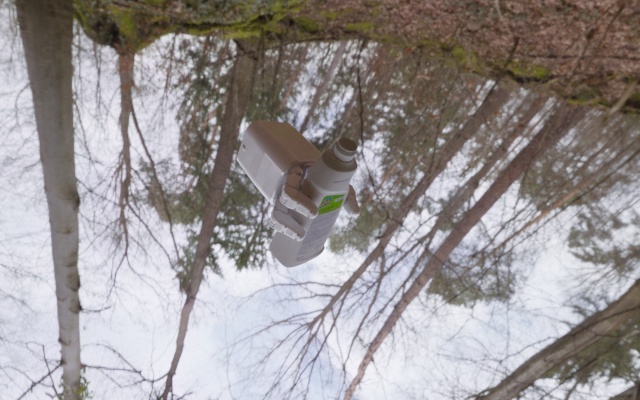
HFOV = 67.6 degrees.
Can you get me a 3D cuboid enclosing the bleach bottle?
[{"bbox_3d":[0.000,0.003,0.752,0.102,0.068,0.251,-22,-28,-41],"label":"bleach bottle"}]
